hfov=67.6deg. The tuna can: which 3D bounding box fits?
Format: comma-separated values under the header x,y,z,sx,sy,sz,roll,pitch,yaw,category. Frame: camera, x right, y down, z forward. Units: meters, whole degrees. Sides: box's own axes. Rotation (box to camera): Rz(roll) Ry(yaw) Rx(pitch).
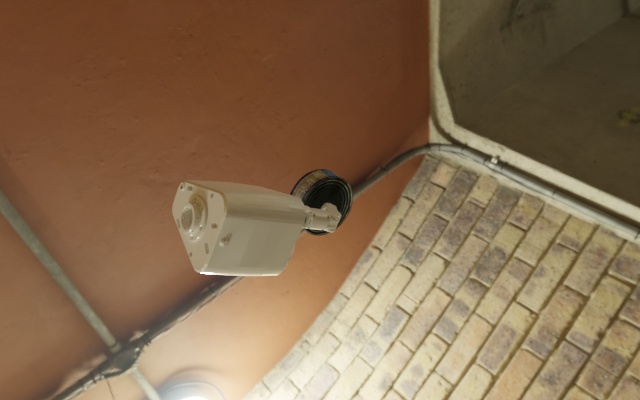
x,y,z,sx,sy,sz,roll,pitch,yaw,category
0.000,0.002,0.642,0.086,0.086,0.033,0,24,-39,tuna can
